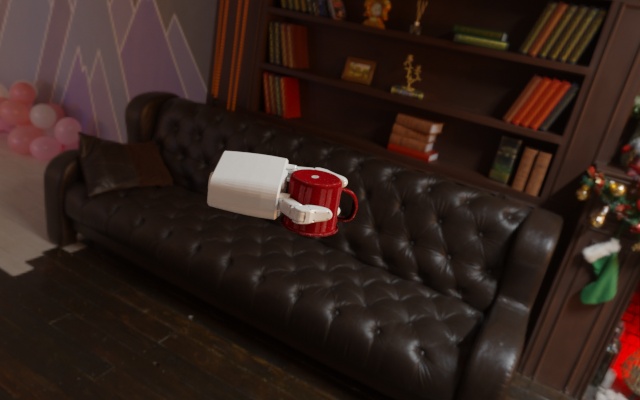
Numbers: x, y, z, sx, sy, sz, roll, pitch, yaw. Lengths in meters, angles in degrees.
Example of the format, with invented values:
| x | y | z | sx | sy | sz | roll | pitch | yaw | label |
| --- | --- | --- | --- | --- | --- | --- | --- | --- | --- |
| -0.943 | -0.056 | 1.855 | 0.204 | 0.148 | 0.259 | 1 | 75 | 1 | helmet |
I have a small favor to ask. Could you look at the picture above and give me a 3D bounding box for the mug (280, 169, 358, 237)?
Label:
| x | y | z | sx | sy | sz | roll | pitch | yaw | label |
| --- | --- | --- | --- | --- | --- | --- | --- | --- | --- |
| 0.002 | 0.002 | 0.745 | 0.117 | 0.081 | 0.093 | 8 | 20 | -2 | mug |
